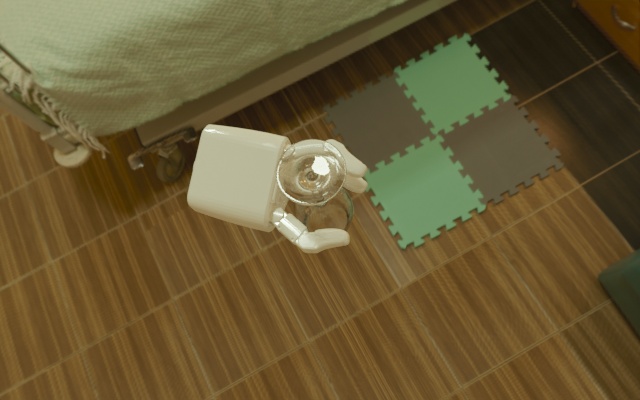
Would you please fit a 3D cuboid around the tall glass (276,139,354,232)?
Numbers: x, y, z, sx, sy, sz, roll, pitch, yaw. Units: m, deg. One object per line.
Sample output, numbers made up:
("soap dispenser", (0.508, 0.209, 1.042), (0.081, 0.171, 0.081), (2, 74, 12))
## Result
("tall glass", (0.000, 0.002, 0.586), (0.079, 0.079, 0.201), (0, -19, 7))
